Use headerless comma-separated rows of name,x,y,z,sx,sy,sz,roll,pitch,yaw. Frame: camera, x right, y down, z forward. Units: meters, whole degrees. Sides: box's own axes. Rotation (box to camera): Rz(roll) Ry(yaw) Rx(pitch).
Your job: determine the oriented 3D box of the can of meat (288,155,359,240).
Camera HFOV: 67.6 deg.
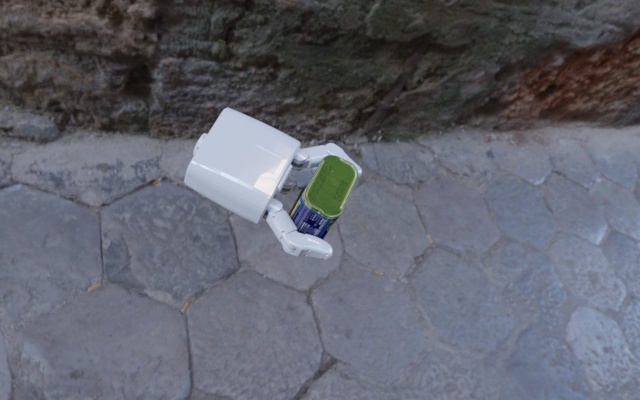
can of meat,0.000,0.002,0.608,0.057,0.102,0.084,29,-40,-3
